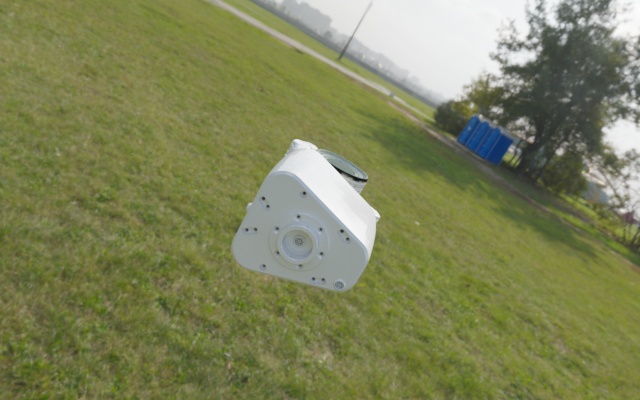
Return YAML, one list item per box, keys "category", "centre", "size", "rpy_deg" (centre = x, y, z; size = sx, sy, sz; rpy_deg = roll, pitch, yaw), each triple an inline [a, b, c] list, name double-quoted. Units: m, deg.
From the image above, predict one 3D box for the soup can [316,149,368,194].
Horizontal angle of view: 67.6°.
- category: "soup can"
  centre: [0.000, 0.001, 0.538]
  size: [0.068, 0.102, 0.068]
  rpy_deg: [27, 16, -9]
